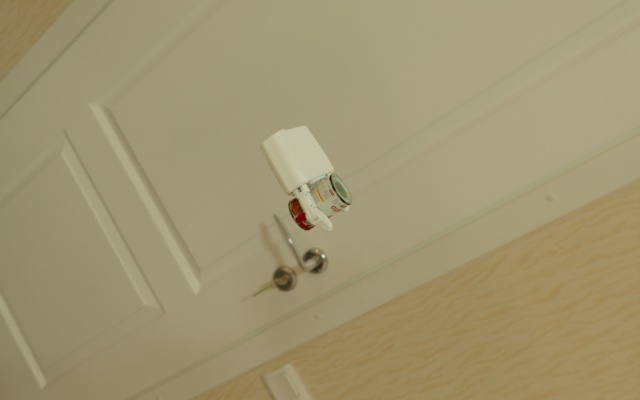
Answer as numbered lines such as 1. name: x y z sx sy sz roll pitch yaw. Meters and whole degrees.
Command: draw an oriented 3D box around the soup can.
1. soup can: 0.001 0.003 0.889 0.102 0.068 0.068 -32 -14 22
